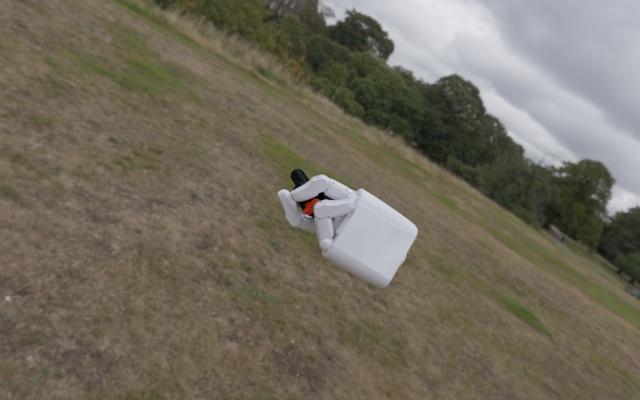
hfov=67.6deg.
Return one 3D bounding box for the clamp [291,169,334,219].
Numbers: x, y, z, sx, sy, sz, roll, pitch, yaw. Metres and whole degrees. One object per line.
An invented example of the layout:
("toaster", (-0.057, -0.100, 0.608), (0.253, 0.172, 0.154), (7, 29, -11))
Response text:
("clamp", (0.000, 0.002, 0.791), (0.120, 0.039, 0.171), (31, 14, -10))
